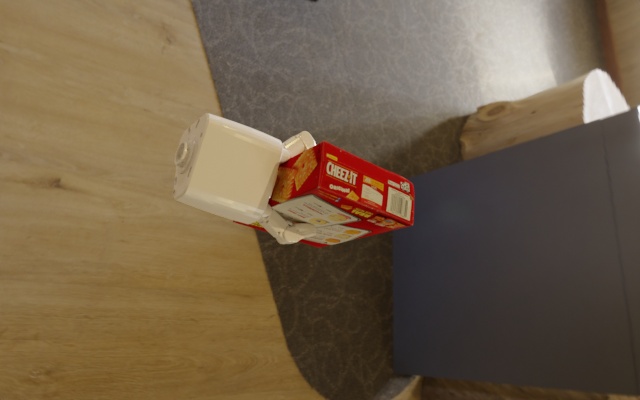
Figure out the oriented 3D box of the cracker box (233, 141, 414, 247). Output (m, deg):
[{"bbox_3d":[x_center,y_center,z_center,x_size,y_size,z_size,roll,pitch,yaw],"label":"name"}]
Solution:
[{"bbox_3d":[0.000,0.002,0.681,0.164,0.072,0.214,20,-24,-32],"label":"cracker box"}]
